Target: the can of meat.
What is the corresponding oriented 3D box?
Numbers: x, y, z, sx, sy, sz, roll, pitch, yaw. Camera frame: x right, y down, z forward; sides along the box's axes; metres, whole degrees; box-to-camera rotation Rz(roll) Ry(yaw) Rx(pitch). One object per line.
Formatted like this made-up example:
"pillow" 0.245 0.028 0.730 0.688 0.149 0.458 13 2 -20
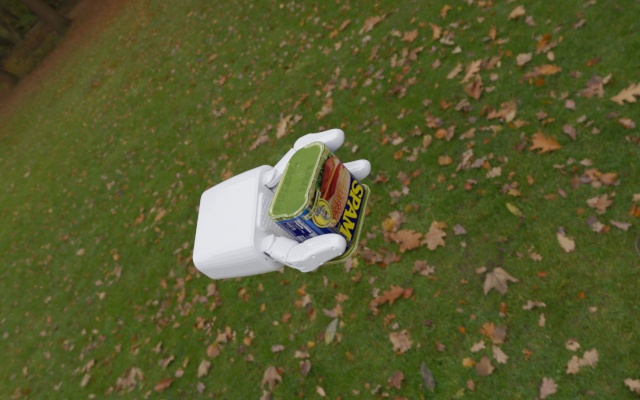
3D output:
"can of meat" 0.000 0.002 0.498 0.057 0.102 0.084 -14 -44 38
